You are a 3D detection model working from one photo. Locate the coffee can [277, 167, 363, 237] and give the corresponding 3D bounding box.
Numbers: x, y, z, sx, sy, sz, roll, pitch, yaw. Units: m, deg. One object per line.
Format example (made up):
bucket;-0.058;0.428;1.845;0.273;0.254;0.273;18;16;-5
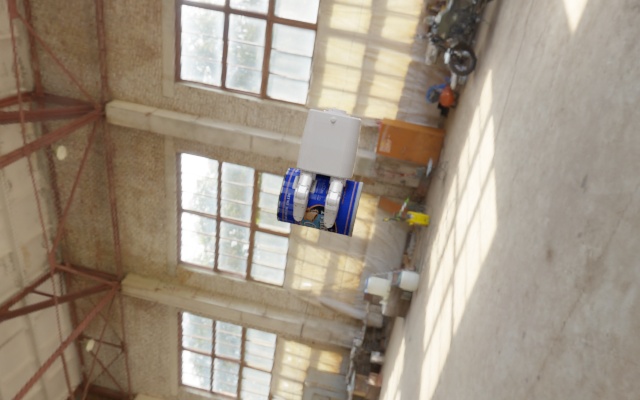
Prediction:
coffee can;0.000;0.003;0.881;0.140;0.103;0.103;12;1;5
